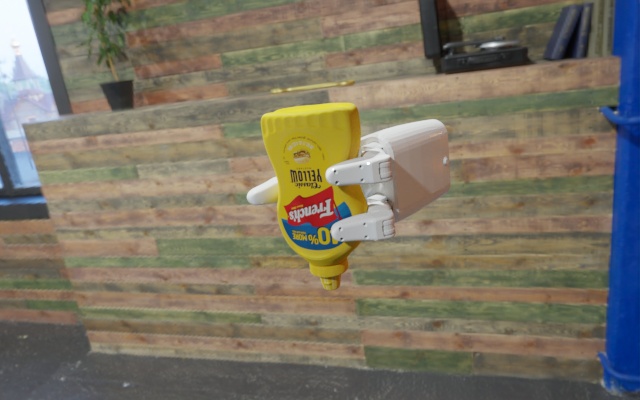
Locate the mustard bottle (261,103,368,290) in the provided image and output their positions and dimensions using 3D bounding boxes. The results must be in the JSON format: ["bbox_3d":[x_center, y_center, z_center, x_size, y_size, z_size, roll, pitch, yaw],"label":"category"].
[{"bbox_3d":[0.000,0.001,0.485,0.096,0.192,0.058,0,18,24],"label":"mustard bottle"}]
